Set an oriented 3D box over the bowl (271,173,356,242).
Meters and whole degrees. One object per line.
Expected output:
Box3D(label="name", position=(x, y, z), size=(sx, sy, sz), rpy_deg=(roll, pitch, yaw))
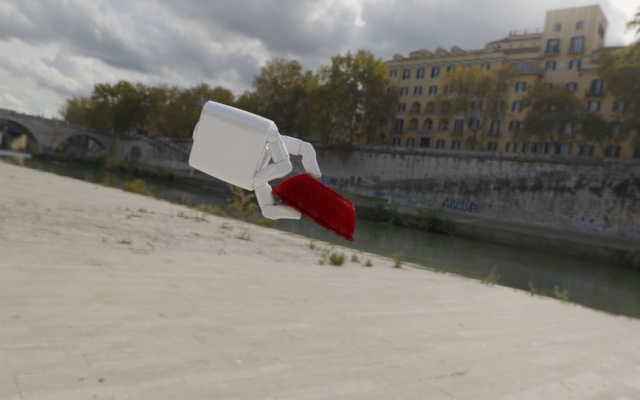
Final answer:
Box3D(label="bowl", position=(0.001, 0.003, 0.774), size=(0.162, 0.055, 0.162), rpy_deg=(32, 2, -1))
